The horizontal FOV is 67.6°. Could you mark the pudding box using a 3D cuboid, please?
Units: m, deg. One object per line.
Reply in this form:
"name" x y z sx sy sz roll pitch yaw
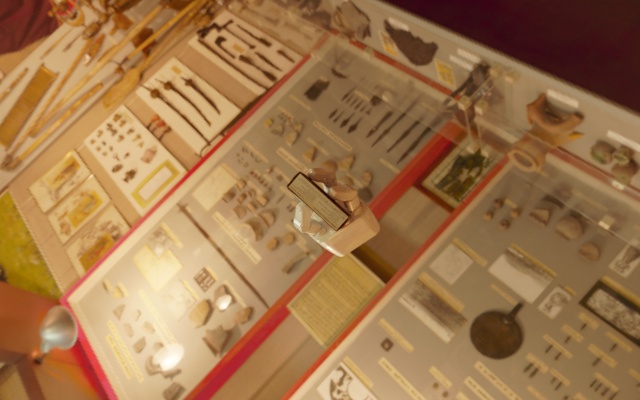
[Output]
"pudding box" 0.000 0.003 0.801 0.113 0.039 0.090 40 1 4
